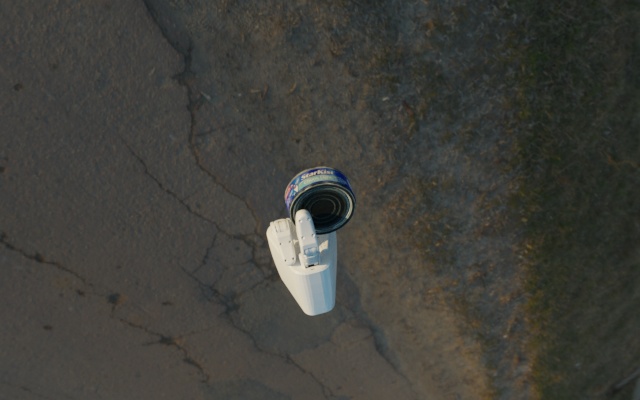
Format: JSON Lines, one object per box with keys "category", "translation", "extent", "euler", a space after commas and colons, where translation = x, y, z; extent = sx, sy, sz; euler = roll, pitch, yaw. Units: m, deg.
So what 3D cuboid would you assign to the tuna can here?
{"category": "tuna can", "translation": [0.000, 0.002, 0.592], "extent": [0.086, 0.086, 0.033], "euler": [0, 39, -13]}
